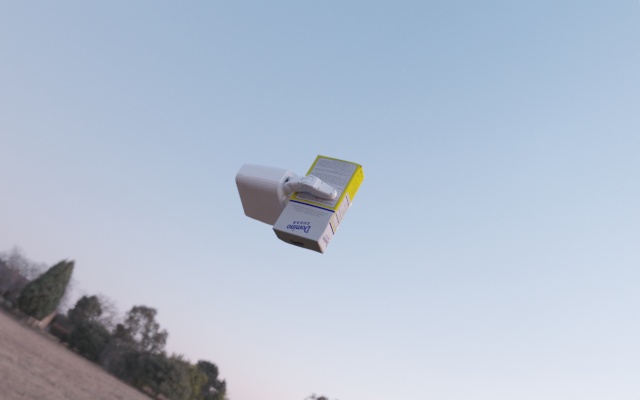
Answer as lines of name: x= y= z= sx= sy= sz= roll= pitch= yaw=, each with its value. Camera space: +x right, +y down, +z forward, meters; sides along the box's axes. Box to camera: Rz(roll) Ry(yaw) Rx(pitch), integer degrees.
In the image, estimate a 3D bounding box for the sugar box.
sugar box: x=0.000 y=0.003 z=0.836 sx=0.093 sy=0.176 sz=0.048 roll=15 pitch=-30 yaw=27
